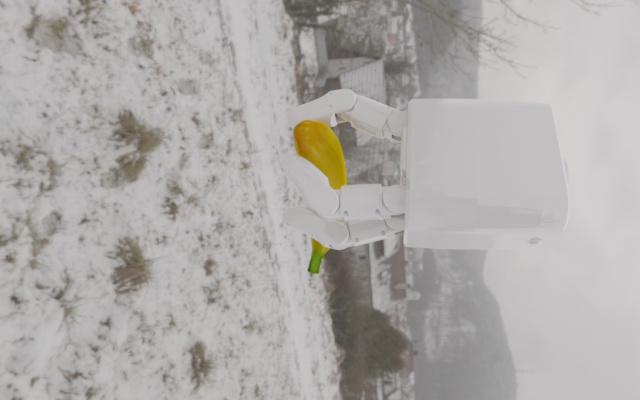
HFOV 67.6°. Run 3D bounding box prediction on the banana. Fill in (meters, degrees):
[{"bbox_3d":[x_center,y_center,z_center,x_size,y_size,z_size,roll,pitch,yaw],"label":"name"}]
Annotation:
[{"bbox_3d":[0.003,-0.011,0.436,0.037,0.069,0.198,5,-40,9],"label":"banana"}]
